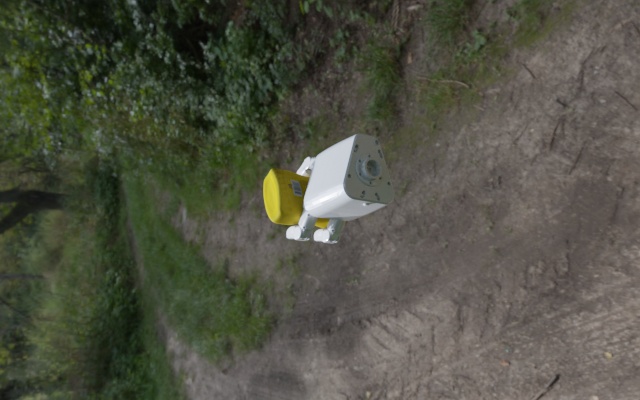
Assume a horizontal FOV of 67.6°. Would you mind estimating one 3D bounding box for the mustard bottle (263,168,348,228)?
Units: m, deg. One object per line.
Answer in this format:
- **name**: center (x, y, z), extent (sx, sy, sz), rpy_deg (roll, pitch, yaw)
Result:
- **mustard bottle**: center (0.000, 0.003, 0.824), extent (0.191, 0.096, 0.058), rpy_deg (9, -43, -31)
